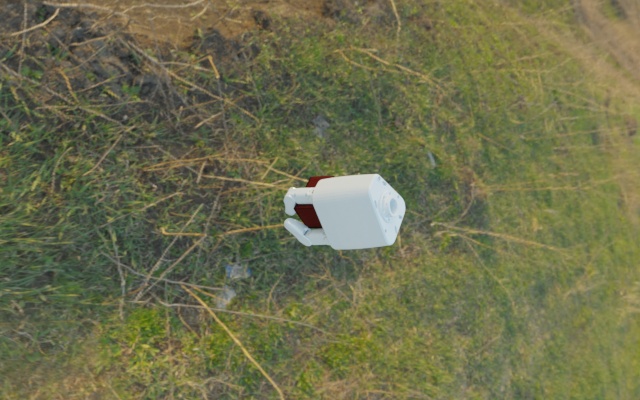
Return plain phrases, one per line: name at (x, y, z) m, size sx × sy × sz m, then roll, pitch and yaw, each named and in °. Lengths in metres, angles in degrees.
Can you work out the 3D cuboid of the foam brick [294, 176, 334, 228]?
foam brick at (0.000, 0.002, 0.812) m, size 0.051 × 0.078 × 0.053 m, roll -4°, pitch -45°, yaw 35°
